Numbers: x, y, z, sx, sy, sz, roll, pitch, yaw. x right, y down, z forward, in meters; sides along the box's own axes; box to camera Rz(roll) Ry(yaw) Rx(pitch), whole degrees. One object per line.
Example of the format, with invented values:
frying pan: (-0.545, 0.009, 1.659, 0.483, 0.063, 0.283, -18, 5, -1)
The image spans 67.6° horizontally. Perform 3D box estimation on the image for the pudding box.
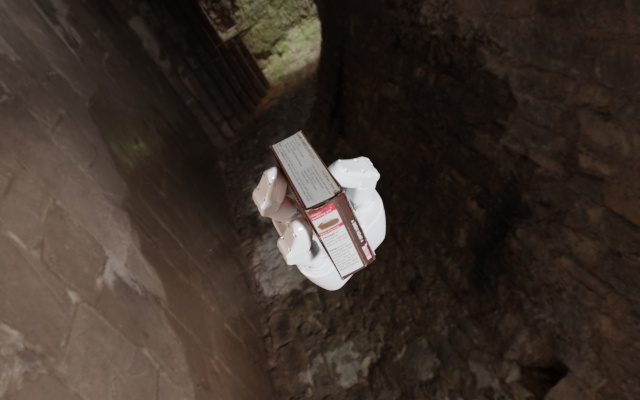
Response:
pudding box: (0.000, 0.001, 0.428, 0.039, 0.090, 0.113, -31, 39, -3)
